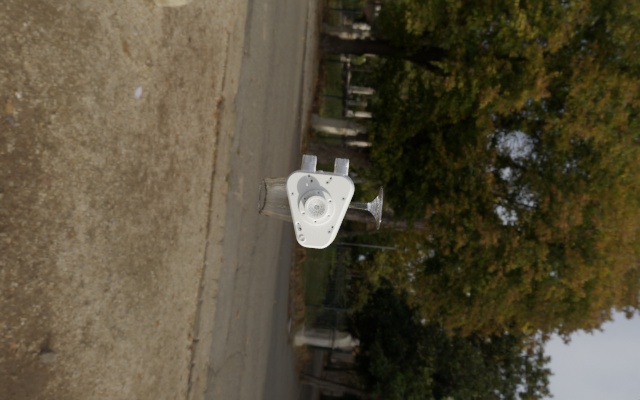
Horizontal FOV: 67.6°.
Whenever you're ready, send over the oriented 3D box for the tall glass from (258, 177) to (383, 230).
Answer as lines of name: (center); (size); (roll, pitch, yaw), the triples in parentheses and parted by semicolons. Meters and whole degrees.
tall glass: (0.001, 0.003, 0.799); (0.201, 0.079, 0.079); (6, 0, 3)
